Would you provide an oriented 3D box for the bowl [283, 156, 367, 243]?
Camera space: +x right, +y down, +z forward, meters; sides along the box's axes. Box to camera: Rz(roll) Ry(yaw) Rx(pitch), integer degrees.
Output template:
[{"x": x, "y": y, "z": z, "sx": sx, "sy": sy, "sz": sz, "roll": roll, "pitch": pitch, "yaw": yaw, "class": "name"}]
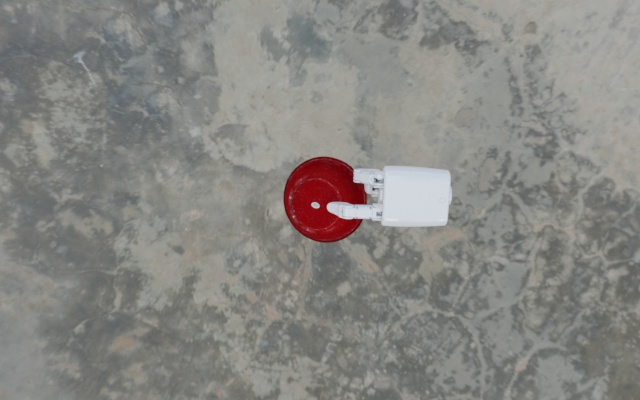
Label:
[{"x": -0.001, "y": 0.003, "z": 0.859, "sx": 0.162, "sy": 0.162, "sz": 0.055, "roll": 0, "pitch": 8, "yaw": 17, "class": "bowl"}]
